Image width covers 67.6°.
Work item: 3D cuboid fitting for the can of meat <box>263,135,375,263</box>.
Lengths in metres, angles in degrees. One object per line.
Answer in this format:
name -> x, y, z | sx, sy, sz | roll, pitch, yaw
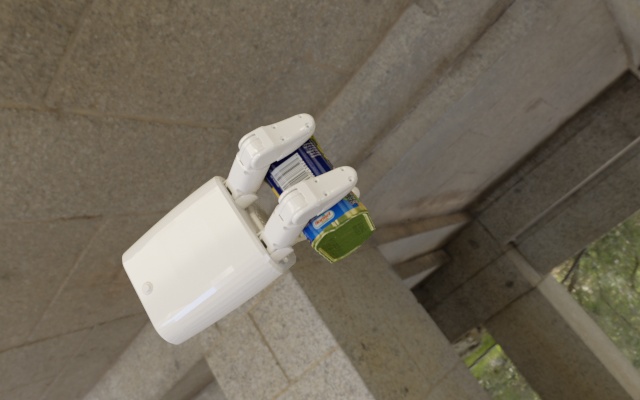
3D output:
can of meat -> 0.000, 0.002, 0.411 | 0.057, 0.084, 0.102 | -36, -20, 1
